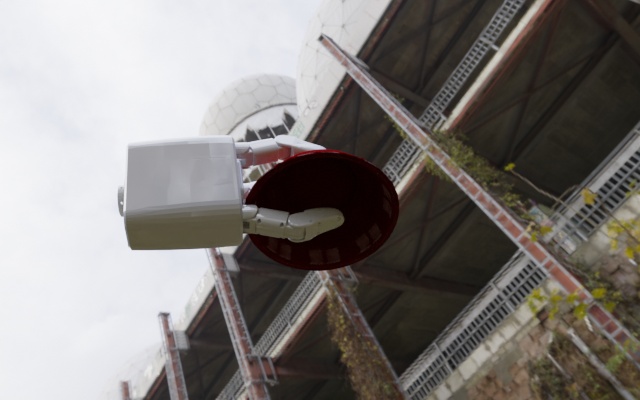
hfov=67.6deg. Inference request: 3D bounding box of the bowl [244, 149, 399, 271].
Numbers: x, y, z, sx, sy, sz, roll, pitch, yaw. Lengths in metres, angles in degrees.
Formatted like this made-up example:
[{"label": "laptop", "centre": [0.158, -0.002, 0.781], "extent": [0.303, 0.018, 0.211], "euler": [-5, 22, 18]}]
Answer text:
[{"label": "bowl", "centre": [0.001, 0.002, 0.514], "extent": [0.162, 0.162, 0.055], "euler": [0, 39, -5]}]
